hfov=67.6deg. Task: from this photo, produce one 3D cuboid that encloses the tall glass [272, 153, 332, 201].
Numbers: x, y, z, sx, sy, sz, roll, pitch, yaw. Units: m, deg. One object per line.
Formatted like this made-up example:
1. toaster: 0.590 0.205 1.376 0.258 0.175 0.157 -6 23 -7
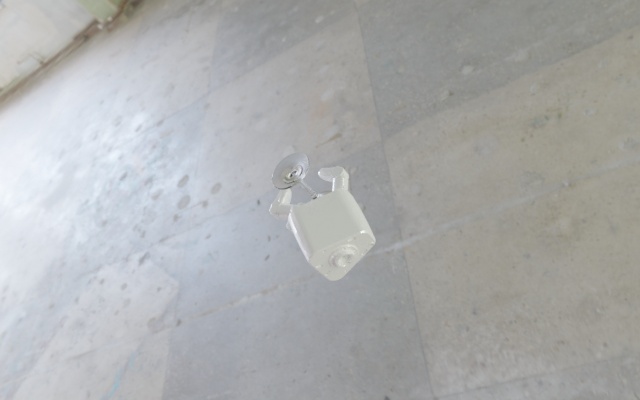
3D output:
1. tall glass: 0.000 0.002 0.861 0.079 0.079 0.201 0 -32 37
